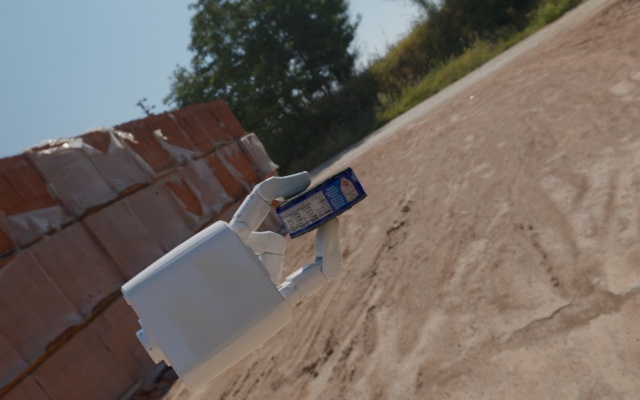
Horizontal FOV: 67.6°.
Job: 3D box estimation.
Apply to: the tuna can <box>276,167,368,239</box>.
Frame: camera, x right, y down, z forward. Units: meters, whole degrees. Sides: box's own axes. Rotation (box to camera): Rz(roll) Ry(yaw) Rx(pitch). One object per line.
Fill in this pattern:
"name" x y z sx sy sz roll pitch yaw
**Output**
"tuna can" 0.000 0.001 0.461 0.086 0.034 0.086 -30 3 2
